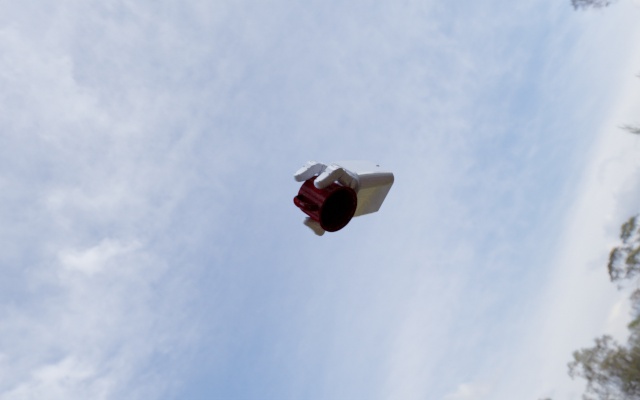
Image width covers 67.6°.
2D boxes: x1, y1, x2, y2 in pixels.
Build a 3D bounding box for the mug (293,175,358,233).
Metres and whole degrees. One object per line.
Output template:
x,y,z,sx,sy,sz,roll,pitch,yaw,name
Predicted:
-0.001,0.003,0.897,0.117,0.093,0.081,-7,27,-40,mug
